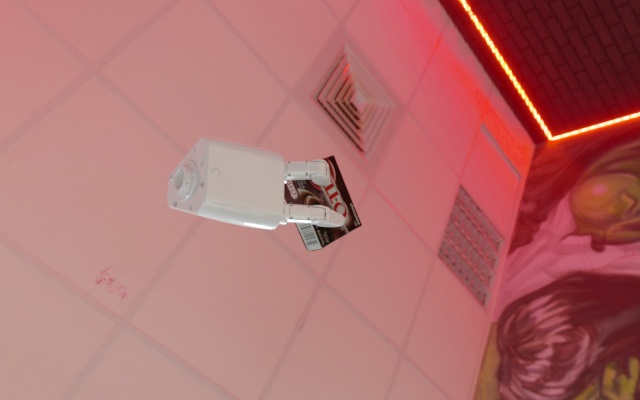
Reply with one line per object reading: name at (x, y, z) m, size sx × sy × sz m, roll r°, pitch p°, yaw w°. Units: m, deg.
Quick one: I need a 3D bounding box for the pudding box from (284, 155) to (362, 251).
pudding box at (0.000, 0.002, 0.664) m, size 0.090 × 0.113 × 0.039 m, roll -25°, pitch 7°, yaw -43°
